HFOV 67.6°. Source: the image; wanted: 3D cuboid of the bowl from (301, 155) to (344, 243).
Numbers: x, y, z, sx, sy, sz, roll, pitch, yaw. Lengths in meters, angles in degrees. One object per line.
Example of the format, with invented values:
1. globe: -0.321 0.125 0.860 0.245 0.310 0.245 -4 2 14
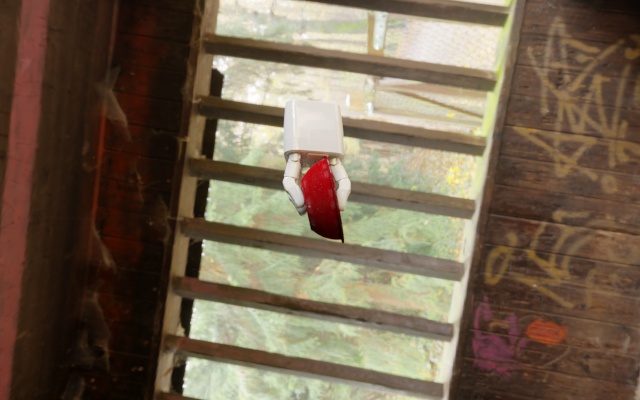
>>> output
1. bowl: 0.000 0.004 0.852 0.055 0.162 0.162 -12 0 -2
